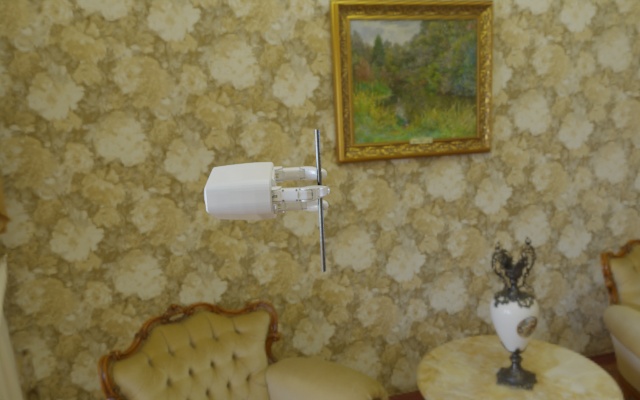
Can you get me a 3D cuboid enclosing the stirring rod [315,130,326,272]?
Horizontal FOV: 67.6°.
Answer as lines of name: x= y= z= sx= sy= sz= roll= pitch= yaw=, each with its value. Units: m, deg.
stirring rod: x=0.000 y=0.003 z=0.803 sx=0.011 sy=0.239 sz=0.011 roll=-3 pitch=8 yaw=0
